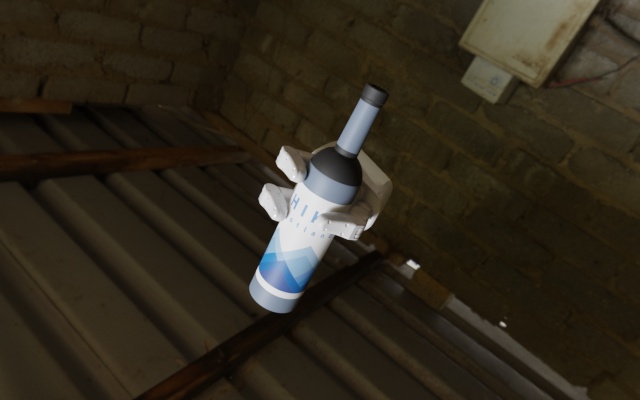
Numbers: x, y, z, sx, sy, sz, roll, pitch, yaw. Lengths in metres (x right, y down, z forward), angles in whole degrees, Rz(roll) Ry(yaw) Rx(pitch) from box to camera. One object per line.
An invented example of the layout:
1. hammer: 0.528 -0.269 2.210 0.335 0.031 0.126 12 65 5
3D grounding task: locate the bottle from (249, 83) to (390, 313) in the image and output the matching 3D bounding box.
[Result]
1. bottle: 0.000 0.002 0.563 0.069 0.296 0.069 23 23 -10
